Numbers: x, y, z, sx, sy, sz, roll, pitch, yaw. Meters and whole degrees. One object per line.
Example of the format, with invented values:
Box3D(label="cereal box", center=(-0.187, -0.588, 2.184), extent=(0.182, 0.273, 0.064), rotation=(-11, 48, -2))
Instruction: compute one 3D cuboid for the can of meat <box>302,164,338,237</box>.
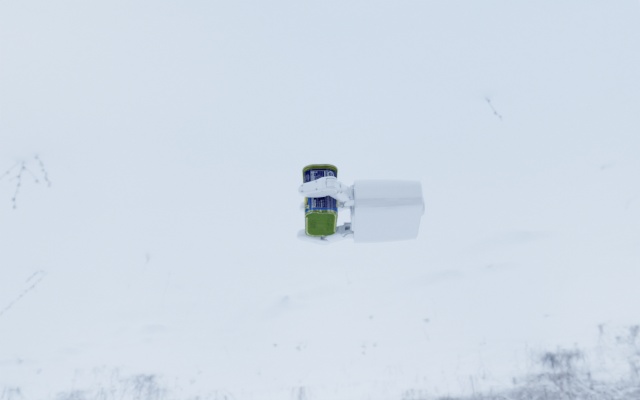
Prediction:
Box3D(label="can of meat", center=(0.000, 0.003, 0.770), extent=(0.057, 0.084, 0.102), rotation=(-1, -26, -1))
